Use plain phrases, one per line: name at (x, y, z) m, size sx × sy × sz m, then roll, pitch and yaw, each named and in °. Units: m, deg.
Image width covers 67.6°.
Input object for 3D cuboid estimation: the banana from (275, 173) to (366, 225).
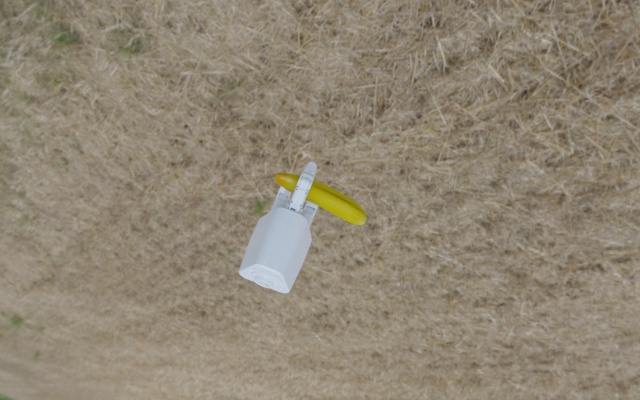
banana at (0.013, 0.002, 0.839) m, size 0.198 × 0.037 × 0.069 m, roll 29°, pitch -22°, yaw -25°
